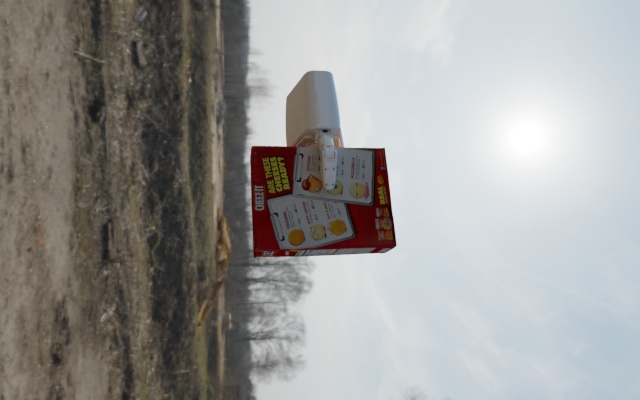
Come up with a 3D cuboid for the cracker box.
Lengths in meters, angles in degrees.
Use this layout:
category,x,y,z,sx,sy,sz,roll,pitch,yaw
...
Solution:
category,x,y,z,sx,sy,sz,roll,pitch,yaw
cracker box,0.000,0.002,0.744,0.214,0.164,0.072,-1,-18,-11
